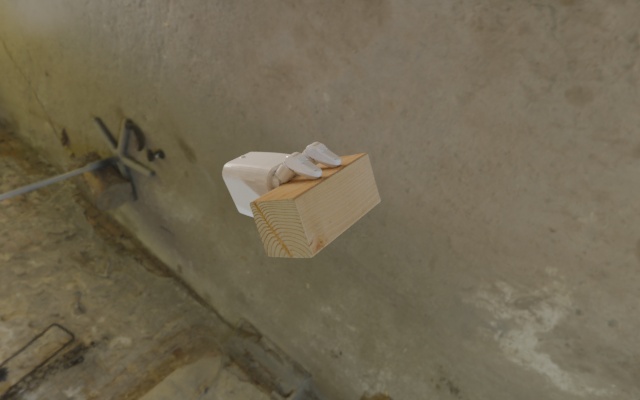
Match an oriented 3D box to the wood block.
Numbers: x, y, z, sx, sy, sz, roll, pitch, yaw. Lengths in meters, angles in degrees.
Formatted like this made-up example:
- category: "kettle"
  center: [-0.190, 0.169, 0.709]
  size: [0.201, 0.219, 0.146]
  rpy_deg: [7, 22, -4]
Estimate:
- category: "wood block"
  center: [0.000, 0.003, 0.748]
  size: [0.090, 0.091, 0.206]
  rpy_deg: [-4, 20, 38]
